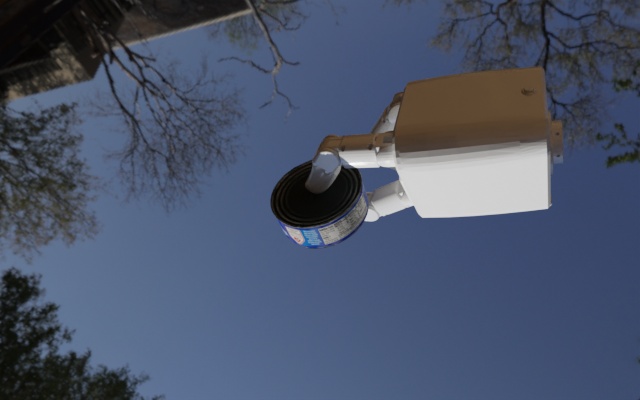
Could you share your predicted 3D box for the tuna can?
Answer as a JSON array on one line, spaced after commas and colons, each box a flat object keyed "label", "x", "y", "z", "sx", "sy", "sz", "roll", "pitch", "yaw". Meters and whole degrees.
[{"label": "tuna can", "x": 0.000, "y": 0.002, "z": 0.437, "sx": 0.086, "sy": 0.086, "sz": 0.034, "roll": 0, "pitch": -42, "yaw": 23}]
